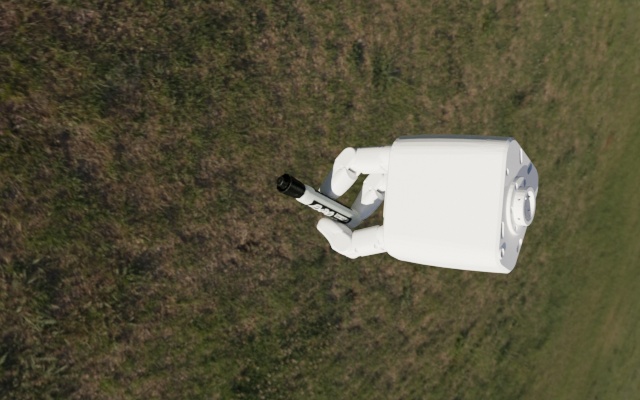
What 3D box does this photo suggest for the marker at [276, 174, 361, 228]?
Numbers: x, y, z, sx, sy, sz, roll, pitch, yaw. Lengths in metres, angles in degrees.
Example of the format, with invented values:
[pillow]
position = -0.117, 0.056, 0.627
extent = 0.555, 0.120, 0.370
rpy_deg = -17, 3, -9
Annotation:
[marker]
position = 0.000, 0.002, 0.475
extent = 0.020, 0.020, 0.121
rpy_deg = 0, -19, 40
